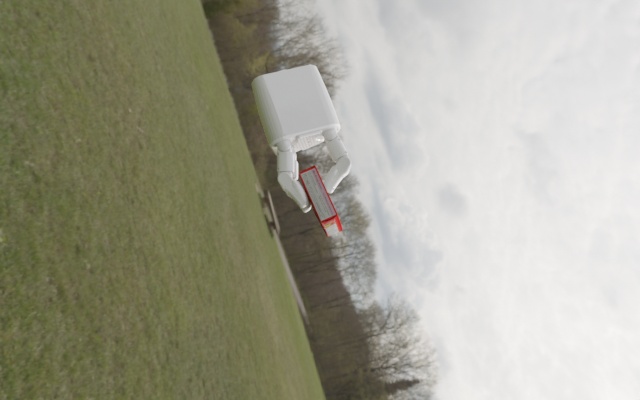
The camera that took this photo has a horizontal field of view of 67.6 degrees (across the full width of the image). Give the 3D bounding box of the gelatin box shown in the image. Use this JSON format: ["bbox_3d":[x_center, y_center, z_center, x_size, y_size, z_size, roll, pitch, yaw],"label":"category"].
[{"bbox_3d":[0.001,0.002,0.713,0.030,0.089,0.073,-24,-21,-2],"label":"gelatin box"}]
